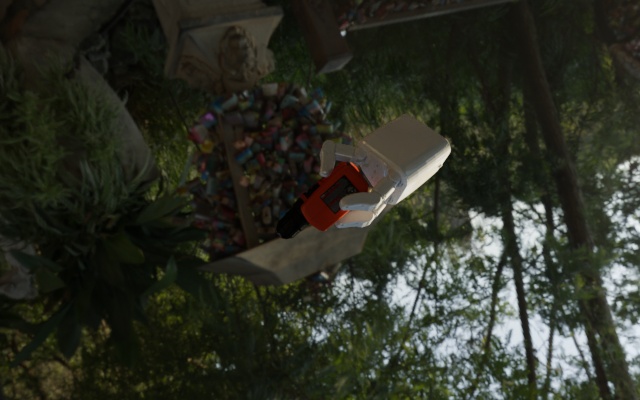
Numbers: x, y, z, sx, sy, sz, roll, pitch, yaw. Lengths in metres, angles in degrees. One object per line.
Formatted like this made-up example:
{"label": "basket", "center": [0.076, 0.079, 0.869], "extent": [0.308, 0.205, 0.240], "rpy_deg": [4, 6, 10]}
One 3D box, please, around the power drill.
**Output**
{"label": "power drill", "center": [0.000, 0.002, 0.787], "extent": [0.184, 0.057, 0.187], "rpy_deg": [-44, 7, -3]}
